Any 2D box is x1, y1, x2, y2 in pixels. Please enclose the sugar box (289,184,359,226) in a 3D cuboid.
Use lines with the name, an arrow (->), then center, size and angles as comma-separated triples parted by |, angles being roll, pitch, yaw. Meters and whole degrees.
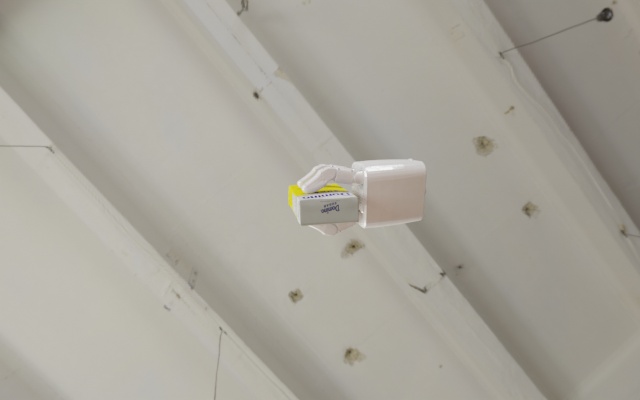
sugar box -> 0.000, 0.002, 0.800 | 0.093, 0.048, 0.176 | -3, 7, -9
